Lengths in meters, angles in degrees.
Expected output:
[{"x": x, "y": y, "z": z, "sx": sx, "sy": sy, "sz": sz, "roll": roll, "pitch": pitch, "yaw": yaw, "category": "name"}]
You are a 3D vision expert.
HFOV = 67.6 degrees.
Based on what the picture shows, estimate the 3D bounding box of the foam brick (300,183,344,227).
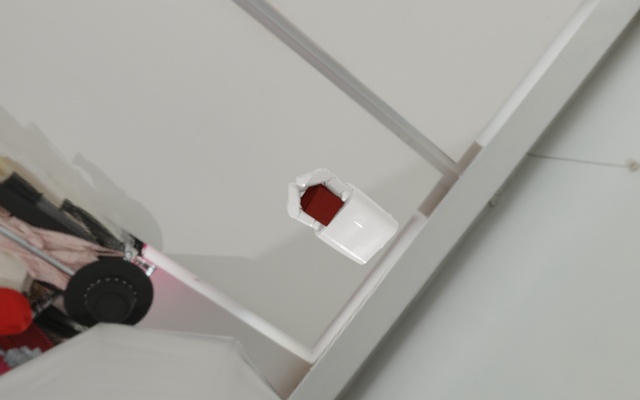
[{"x": 0.000, "y": 0.003, "z": 0.821, "sx": 0.051, "sy": 0.053, "sz": 0.078, "roll": 35, "pitch": 5, "yaw": -14, "category": "foam brick"}]
